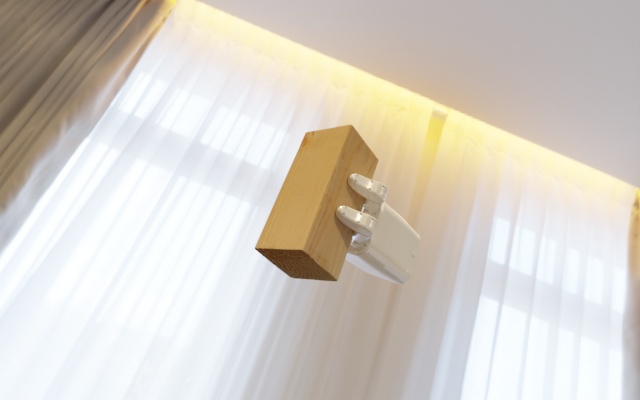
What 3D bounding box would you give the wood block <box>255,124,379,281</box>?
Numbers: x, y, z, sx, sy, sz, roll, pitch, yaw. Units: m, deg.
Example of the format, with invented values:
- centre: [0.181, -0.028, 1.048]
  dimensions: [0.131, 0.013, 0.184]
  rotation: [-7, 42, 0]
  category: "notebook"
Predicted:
- centre: [0.000, 0.002, 0.689]
  dimensions: [0.091, 0.206, 0.090]
  rotation: [-4, -37, 39]
  category: "wood block"
